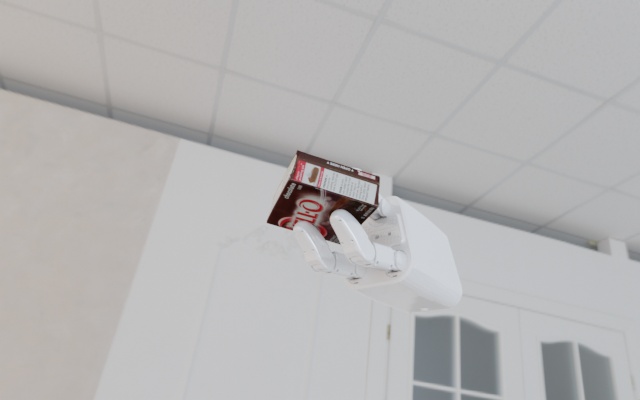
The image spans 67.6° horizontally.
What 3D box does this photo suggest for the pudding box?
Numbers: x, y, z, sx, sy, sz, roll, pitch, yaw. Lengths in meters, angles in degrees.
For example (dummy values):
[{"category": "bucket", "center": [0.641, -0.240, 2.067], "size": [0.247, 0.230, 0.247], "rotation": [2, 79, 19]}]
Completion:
[{"category": "pudding box", "center": [0.000, 0.001, 0.492], "size": [0.090, 0.039, 0.113], "rotation": [16, -30, -10]}]
